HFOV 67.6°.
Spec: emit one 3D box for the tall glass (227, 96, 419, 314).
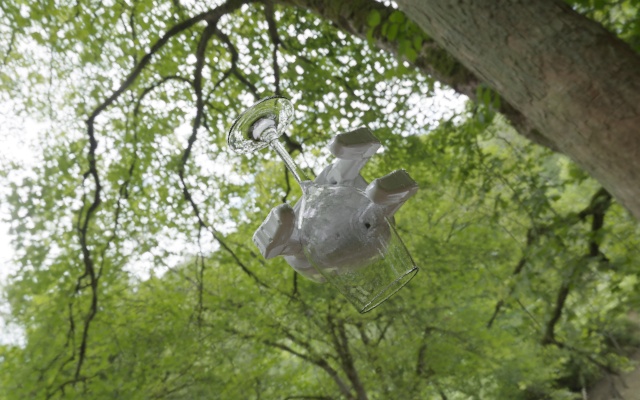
[{"bbox_3d":[0.000,0.001,0.426,0.079,0.201,0.079,-32,-21,-14],"label":"tall glass"}]
